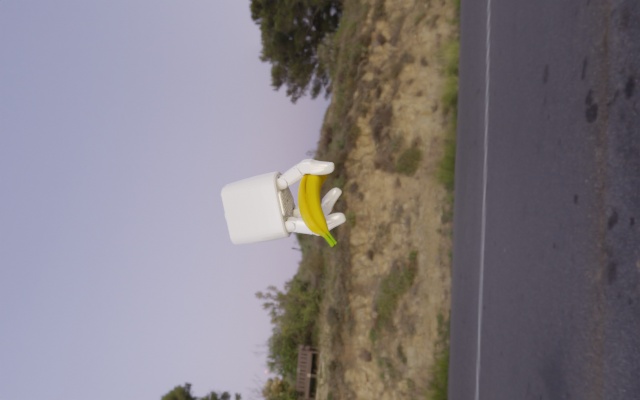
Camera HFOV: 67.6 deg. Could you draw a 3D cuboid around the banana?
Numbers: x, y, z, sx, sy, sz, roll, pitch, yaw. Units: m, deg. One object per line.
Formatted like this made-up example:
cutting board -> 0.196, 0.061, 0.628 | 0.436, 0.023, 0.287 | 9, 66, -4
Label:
banana -> -0.010, -0.007, 0.808 | 0.037, 0.197, 0.070 | -27, -53, 20
